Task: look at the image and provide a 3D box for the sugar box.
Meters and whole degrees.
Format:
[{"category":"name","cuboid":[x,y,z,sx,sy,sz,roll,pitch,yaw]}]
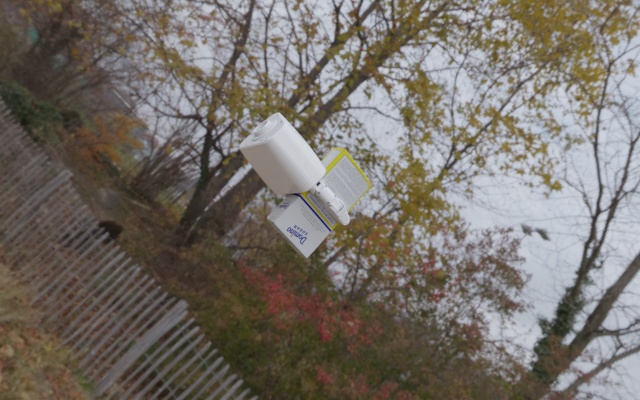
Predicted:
[{"category":"sugar box","cuboid":[0.000,0.002,0.818,0.176,0.093,0.048,-45,26,-11]}]
